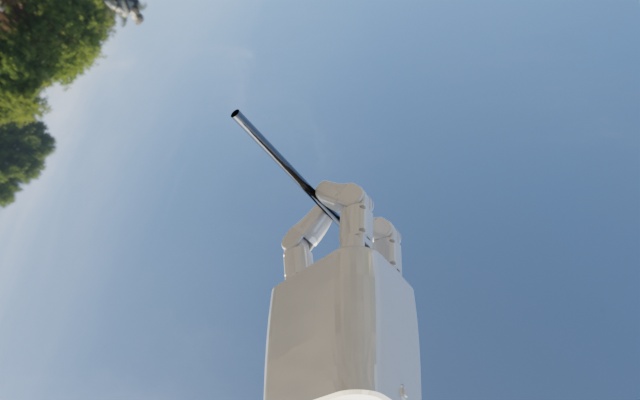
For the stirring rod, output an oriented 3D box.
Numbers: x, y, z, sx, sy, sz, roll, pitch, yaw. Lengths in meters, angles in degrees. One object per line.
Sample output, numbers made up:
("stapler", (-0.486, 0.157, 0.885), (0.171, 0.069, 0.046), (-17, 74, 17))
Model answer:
("stirring rod", (0.000, 0.001, 0.433), (0.011, 0.011, 0.240), (0, -33, 39))
